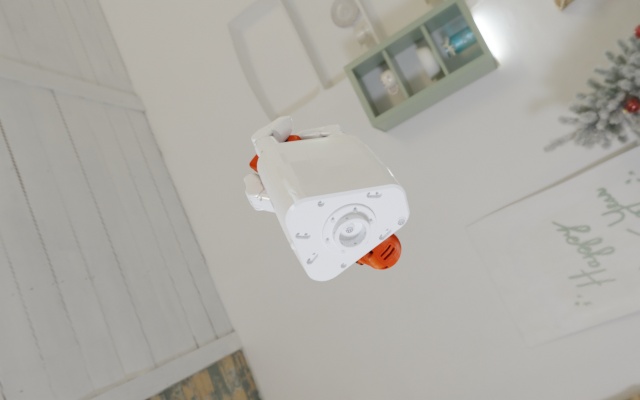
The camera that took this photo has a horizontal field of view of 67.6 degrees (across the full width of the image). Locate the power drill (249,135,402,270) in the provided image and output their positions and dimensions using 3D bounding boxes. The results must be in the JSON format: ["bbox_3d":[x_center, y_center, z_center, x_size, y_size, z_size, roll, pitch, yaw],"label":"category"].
[{"bbox_3d":[0.000,0.002,0.591,0.188,0.057,0.184,43,-10,-19],"label":"power drill"}]
